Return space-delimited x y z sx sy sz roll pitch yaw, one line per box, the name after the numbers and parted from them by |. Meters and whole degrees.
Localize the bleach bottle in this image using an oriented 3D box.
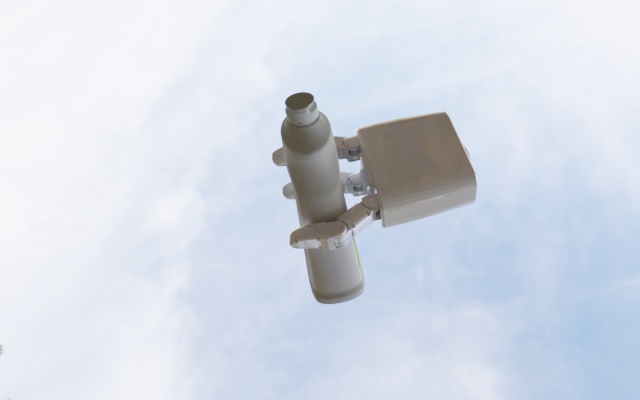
0.000 0.002 0.522 0.068 0.251 0.102 -13 44 -1 | bleach bottle
